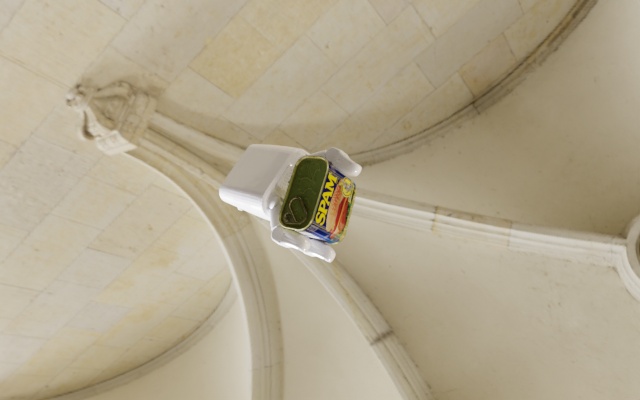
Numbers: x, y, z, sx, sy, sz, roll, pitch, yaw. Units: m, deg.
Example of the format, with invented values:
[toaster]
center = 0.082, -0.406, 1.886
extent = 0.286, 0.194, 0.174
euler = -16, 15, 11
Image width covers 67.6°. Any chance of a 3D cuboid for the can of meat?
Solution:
[can of meat]
center = 0.000, 0.002, 0.651
extent = 0.057, 0.102, 0.084
euler = 7, -15, 38
